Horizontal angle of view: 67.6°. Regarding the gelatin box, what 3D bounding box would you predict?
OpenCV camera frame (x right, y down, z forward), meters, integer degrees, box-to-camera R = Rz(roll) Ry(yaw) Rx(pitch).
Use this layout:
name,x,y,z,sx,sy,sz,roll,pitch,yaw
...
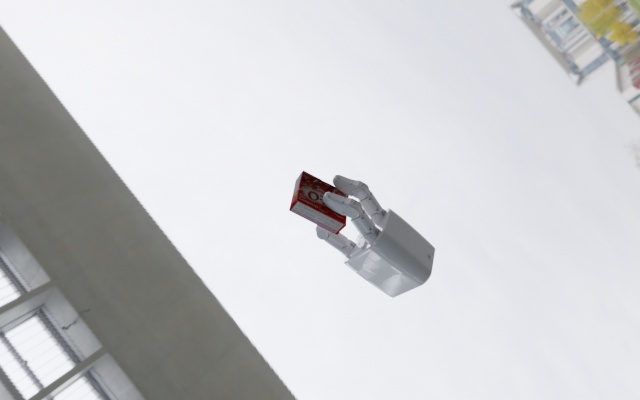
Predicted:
name,x,y,z,sx,sy,sz,roll,pitch,yaw
gelatin box,0.000,0.003,0.742,0.089,0.073,0.030,27,-51,-15
